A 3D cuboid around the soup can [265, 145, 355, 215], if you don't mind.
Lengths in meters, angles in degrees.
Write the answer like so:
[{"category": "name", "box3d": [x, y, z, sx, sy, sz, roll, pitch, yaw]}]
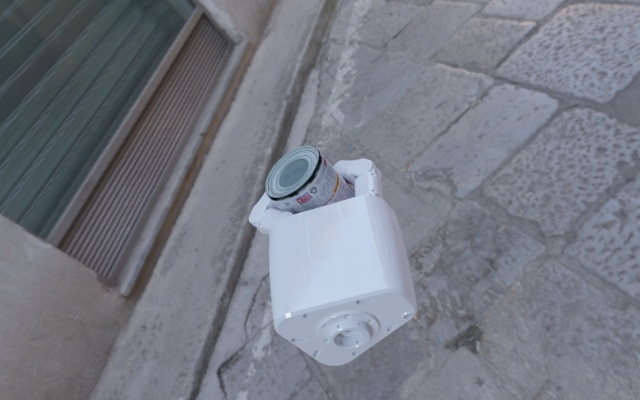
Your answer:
[{"category": "soup can", "box3d": [0.000, 0.001, 0.487, 0.068, 0.068, 0.102, 0, -36, 44]}]
